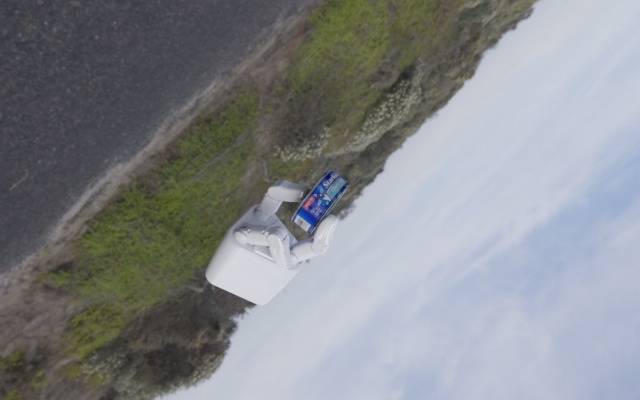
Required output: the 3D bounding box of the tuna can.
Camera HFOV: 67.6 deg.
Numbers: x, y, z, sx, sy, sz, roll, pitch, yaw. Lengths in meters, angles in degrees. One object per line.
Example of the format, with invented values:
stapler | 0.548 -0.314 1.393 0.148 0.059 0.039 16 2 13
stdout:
tuna can | 0.001 0.002 0.633 0.034 0.086 0.086 38 3 4
